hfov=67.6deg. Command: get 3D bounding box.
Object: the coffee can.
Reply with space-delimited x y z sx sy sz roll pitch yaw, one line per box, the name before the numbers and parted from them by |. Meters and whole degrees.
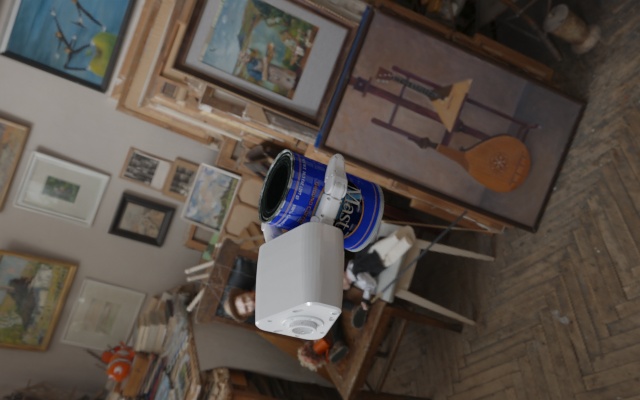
coffee can | 0.000 0.002 0.649 0.140 0.103 0.103 19 -8 -24
